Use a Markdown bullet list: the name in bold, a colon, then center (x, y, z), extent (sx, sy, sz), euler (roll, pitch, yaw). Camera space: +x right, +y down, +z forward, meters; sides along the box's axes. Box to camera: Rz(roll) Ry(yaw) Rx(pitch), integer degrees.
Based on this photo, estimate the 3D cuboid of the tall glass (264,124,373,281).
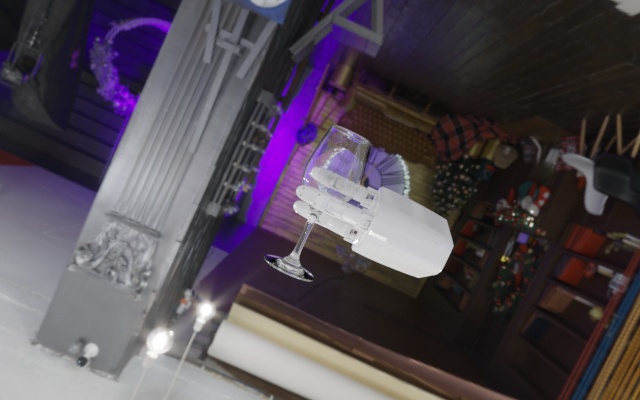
- **tall glass**: center (0.000, 0.003, 0.640), extent (0.079, 0.201, 0.079), euler (25, 3, -2)
